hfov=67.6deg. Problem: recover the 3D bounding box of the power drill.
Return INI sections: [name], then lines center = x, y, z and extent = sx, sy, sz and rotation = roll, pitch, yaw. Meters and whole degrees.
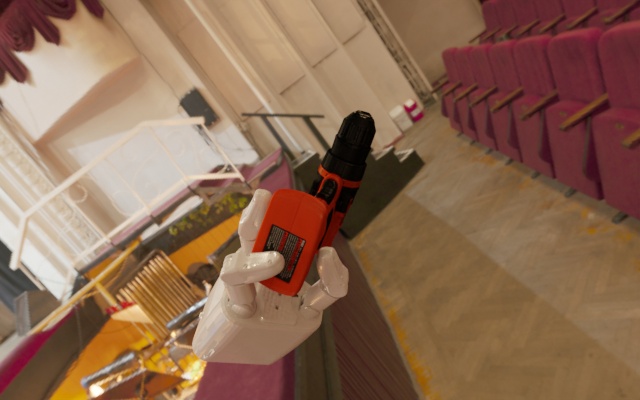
[power drill]
center = 0.000, 0.002, 0.504
extent = 0.057, 0.184, 0.187
rotation = 24, 23, 11
